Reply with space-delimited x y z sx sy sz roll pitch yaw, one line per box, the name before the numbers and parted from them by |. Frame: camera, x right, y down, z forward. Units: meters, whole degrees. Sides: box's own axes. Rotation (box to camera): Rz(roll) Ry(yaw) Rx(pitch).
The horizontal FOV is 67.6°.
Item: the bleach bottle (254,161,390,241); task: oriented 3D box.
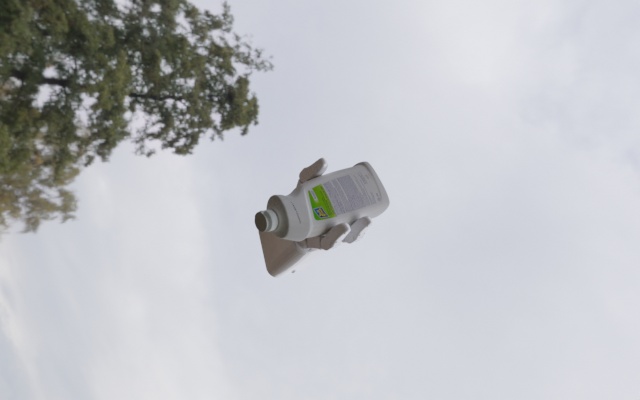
bleach bottle | 0.000 0.003 0.755 0.251 0.102 0.068 -13 -22 -44
